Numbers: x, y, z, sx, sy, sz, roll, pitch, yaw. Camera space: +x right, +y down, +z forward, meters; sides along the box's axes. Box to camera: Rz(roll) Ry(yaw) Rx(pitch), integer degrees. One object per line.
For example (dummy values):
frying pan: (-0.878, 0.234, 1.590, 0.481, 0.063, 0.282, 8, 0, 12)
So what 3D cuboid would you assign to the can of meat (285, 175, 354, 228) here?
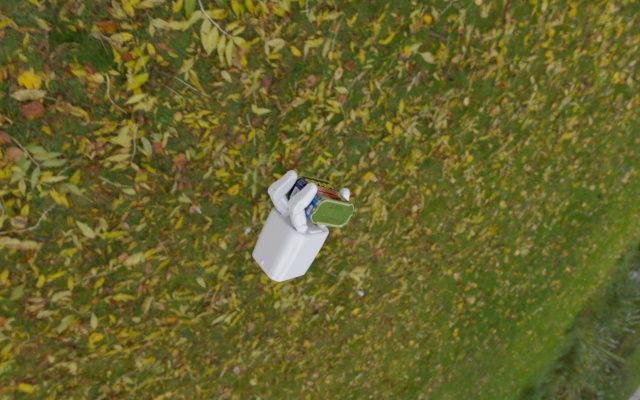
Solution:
can of meat: (0.000, 0.003, 0.868, 0.102, 0.057, 0.084, 11, 23, -45)
